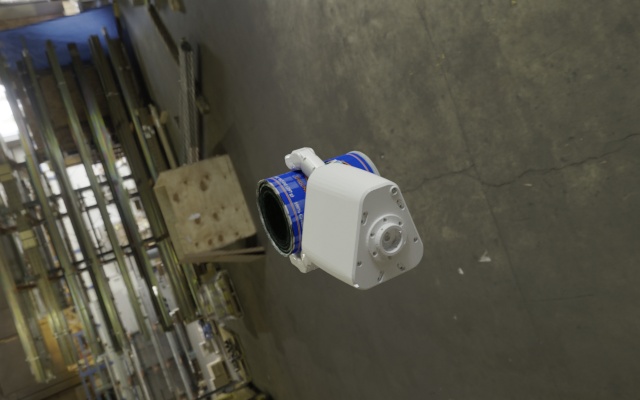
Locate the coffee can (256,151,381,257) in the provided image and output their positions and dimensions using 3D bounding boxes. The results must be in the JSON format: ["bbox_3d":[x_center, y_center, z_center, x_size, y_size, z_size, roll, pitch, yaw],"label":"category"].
[{"bbox_3d":[0.000,0.002,0.632,0.140,0.103,0.103,-19,8,-24],"label":"coffee can"}]
